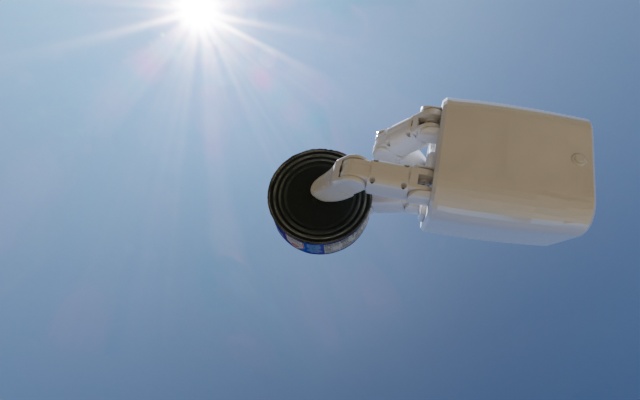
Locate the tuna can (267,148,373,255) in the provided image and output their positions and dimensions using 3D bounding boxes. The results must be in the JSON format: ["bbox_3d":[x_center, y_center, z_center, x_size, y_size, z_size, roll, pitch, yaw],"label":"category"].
[{"bbox_3d":[0.000,0.002,0.403,0.086,0.086,0.034,0,-24,3],"label":"tuna can"}]
